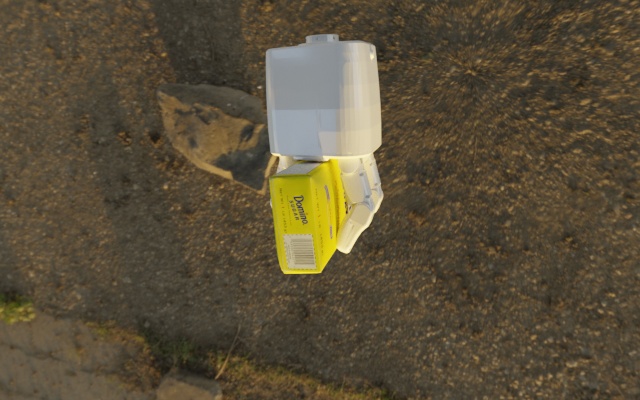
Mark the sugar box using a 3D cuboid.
[{"bbox_3d":[0.001,0.002,0.504,0.048,0.093,0.176,-1,14,18],"label":"sugar box"}]
